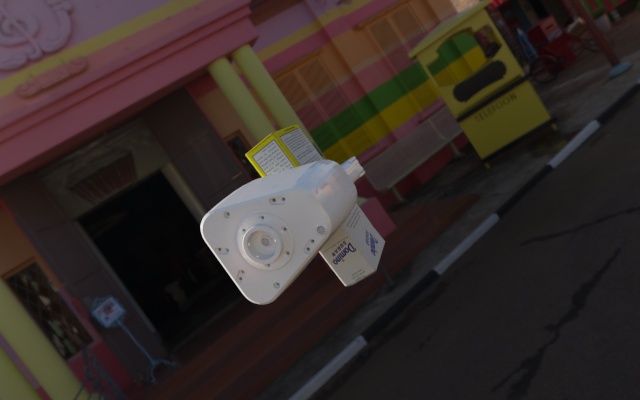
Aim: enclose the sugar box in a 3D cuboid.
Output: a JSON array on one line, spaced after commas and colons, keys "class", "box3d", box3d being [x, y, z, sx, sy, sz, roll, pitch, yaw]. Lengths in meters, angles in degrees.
[{"class": "sugar box", "box3d": [0.000, 0.002, 0.526, 0.048, 0.176, 0.093, -33, 5, 20]}]
